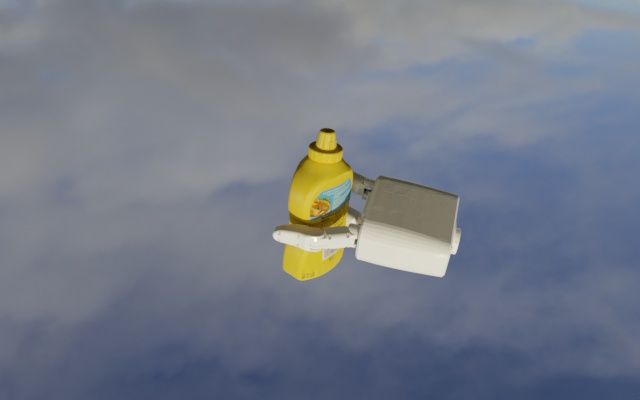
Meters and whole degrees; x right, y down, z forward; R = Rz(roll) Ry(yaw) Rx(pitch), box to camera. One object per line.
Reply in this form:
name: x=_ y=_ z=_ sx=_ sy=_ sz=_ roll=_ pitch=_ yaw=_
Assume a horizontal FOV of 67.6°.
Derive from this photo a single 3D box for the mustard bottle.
mustard bottle: x=0.000 y=0.002 z=0.597 sx=0.058 sy=0.192 sz=0.096 roll=29 pitch=37 yaw=32
